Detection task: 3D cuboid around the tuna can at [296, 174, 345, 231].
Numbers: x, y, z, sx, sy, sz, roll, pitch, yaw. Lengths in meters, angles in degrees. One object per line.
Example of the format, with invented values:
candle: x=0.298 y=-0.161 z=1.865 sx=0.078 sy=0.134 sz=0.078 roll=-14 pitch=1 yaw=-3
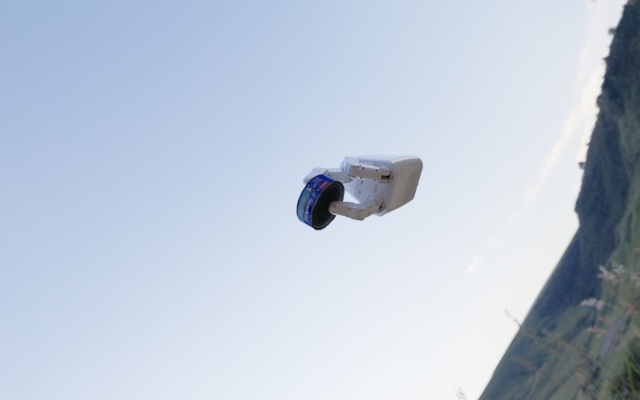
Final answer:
tuna can: x=0.000 y=0.002 z=0.753 sx=0.033 sy=0.086 sz=0.086 roll=28 pitch=14 yaw=28
